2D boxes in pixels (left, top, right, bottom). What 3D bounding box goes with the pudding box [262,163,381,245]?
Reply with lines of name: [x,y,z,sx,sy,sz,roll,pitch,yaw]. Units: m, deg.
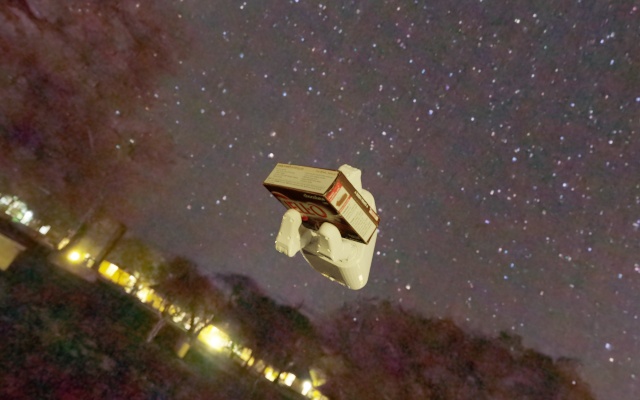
pudding box: [0.000,0.002,0.538,0.113,0.039,0.090,9,-30,48]
